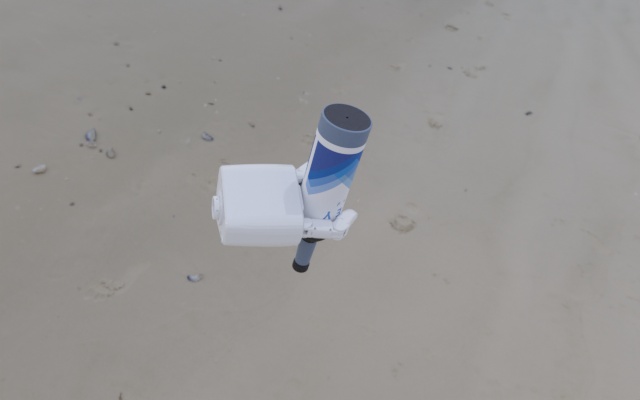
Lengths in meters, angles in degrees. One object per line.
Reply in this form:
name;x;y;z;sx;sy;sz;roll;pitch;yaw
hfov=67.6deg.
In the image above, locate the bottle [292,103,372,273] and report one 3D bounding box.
bottle;0.000;0.002;0.697;0.069;0.296;0.069;10;41;-9
